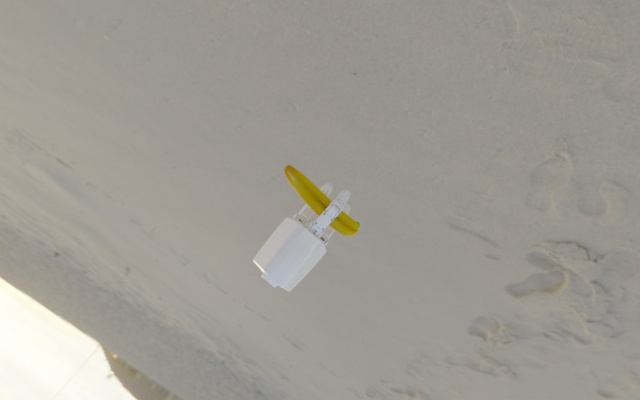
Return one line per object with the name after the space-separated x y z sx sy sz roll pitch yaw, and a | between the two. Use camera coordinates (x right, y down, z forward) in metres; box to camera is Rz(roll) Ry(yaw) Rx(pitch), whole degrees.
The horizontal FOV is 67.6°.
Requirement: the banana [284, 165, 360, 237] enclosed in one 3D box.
0.007 0.011 0.873 0.198 0.037 0.069 41 5 -25 | banana
